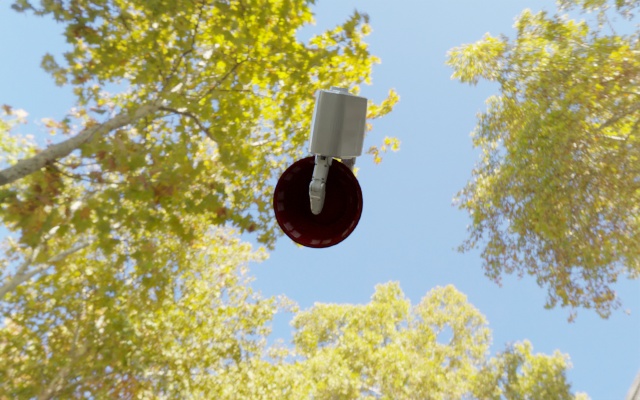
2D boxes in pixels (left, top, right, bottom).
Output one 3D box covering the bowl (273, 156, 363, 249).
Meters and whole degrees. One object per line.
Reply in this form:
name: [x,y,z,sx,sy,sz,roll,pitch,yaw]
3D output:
bowl: [0.000,0.004,0.848,0.162,0.162,0.055,0,1,14]
